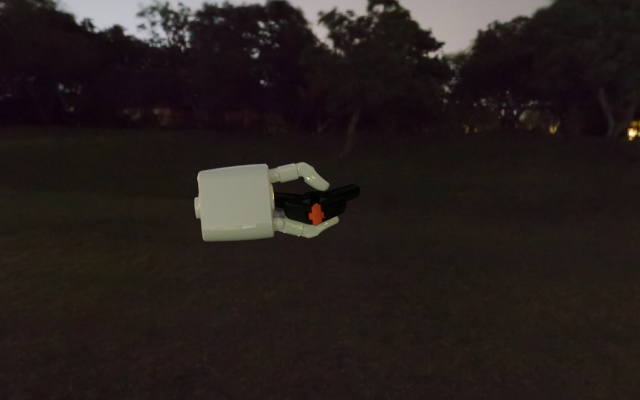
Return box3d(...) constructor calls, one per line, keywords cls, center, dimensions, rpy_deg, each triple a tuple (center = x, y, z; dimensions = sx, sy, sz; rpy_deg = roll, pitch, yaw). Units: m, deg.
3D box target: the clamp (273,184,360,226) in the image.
box3d(cls="clamp", center=(0.000, 0.002, 0.752), dimensions=(0.164, 0.036, 0.210), rpy_deg=(-8, 9, -8))
